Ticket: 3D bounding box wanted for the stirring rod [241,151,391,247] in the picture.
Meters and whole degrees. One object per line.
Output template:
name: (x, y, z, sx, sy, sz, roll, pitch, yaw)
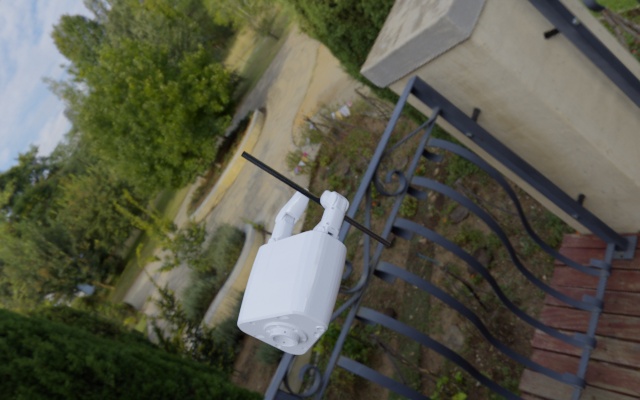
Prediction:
stirring rod: (0.000, 0.002, 0.629, 0.239, 0.011, 0.011, 32, -12, -20)
